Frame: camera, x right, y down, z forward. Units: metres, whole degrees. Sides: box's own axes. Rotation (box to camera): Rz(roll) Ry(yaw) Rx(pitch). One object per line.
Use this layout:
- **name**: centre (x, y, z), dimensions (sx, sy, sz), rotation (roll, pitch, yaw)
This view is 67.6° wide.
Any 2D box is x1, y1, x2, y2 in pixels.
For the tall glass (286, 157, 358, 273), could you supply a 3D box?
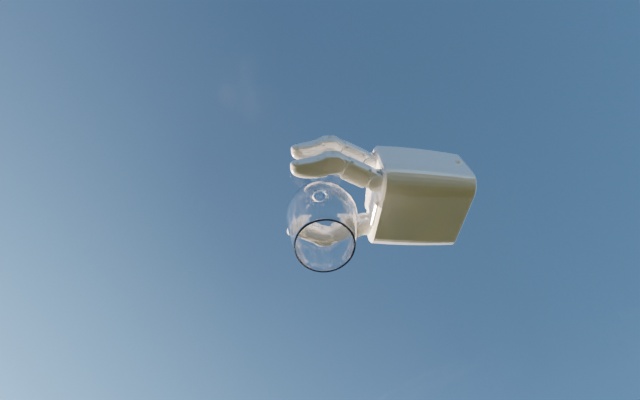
- **tall glass**: centre (0.000, 0.002, 0.557), dimensions (0.079, 0.079, 0.201), rotation (0, 26, -2)
